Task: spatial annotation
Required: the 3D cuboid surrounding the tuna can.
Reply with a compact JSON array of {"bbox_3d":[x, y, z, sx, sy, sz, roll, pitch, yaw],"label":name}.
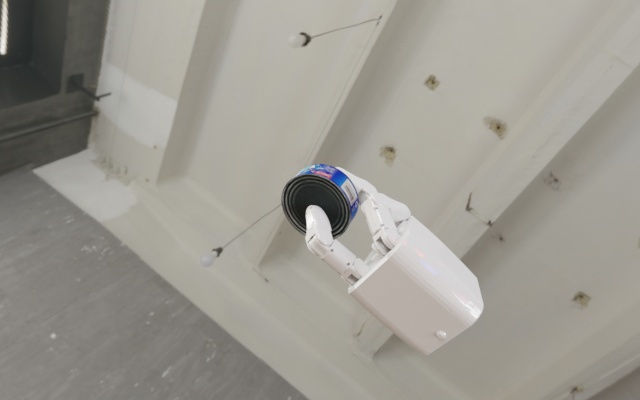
[{"bbox_3d":[0.000,0.001,0.552,0.086,0.086,0.033,0,27,26],"label":"tuna can"}]
